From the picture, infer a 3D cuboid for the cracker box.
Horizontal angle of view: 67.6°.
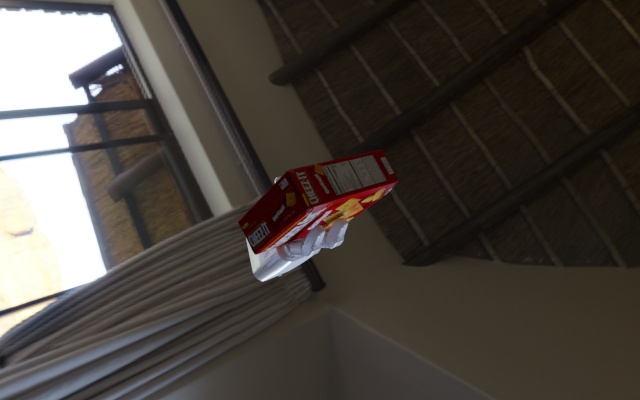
[{"bbox_3d":[0.000,0.002,0.769,0.213,0.072,0.164,-17,-17,-43],"label":"cracker box"}]
